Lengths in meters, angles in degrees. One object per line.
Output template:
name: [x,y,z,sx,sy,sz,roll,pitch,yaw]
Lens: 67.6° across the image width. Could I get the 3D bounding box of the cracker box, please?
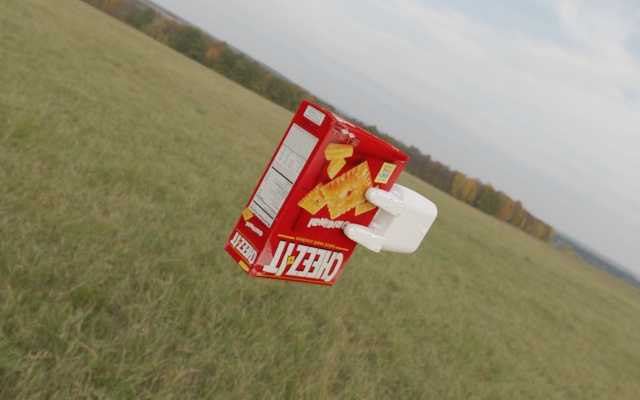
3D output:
cracker box: [0.000,0.002,0.616,0.164,0.214,0.072,18,15,-47]
